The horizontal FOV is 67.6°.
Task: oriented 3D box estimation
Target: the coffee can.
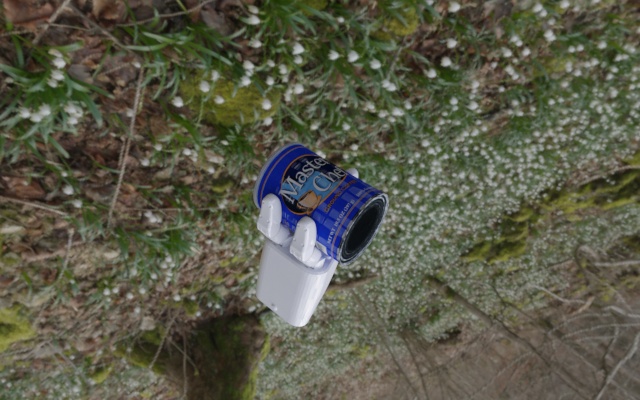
[{"bbox_3d":[0.000,0.002,0.607,0.140,0.103,0.103,32,14,24],"label":"coffee can"}]
